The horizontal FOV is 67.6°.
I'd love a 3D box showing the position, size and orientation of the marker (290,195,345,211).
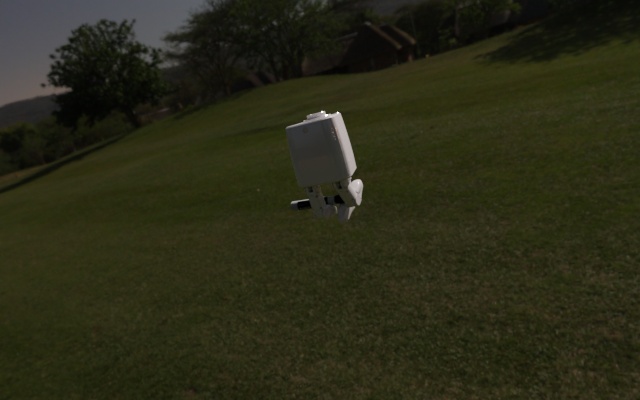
[{"bbox_3d":[0.000,0.003,0.875,0.121,0.020,0.020,-9,-5,29],"label":"marker"}]
